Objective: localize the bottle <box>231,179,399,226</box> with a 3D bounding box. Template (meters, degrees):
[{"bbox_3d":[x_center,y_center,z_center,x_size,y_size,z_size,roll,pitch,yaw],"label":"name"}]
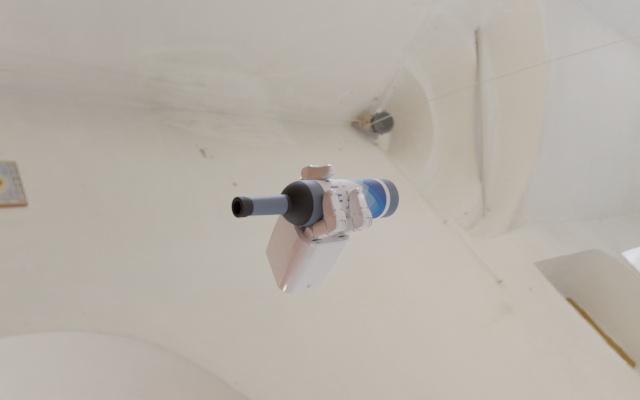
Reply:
[{"bbox_3d":[0.000,0.002,0.713,0.296,0.069,0.069,-3,2,-43],"label":"bottle"}]
